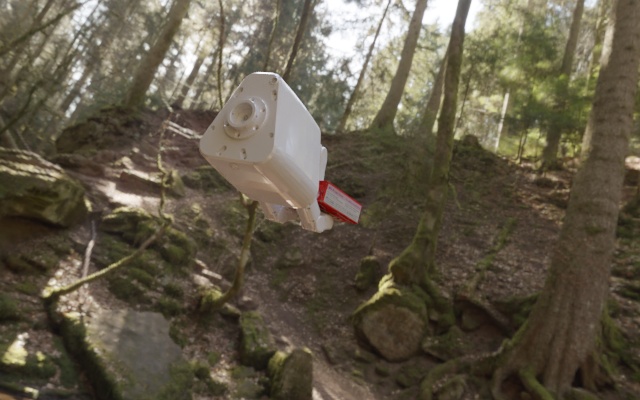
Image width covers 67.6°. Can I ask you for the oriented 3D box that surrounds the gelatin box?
[{"bbox_3d":[0.000,0.002,0.621,0.073,0.030,0.089,5,-17,38],"label":"gelatin box"}]
